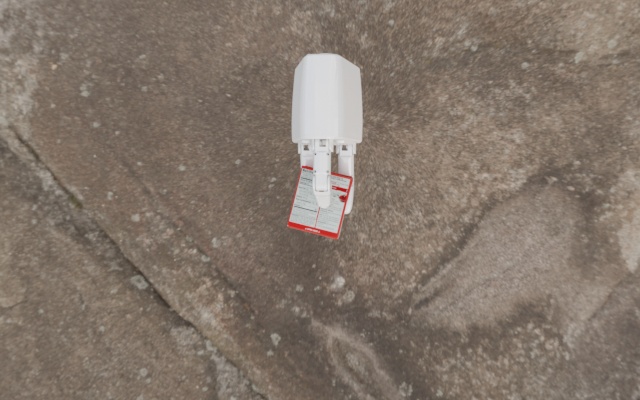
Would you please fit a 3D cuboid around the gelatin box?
[{"bbox_3d":[0.000,0.003,0.663,0.073,0.089,0.030,14,0,5],"label":"gelatin box"}]
